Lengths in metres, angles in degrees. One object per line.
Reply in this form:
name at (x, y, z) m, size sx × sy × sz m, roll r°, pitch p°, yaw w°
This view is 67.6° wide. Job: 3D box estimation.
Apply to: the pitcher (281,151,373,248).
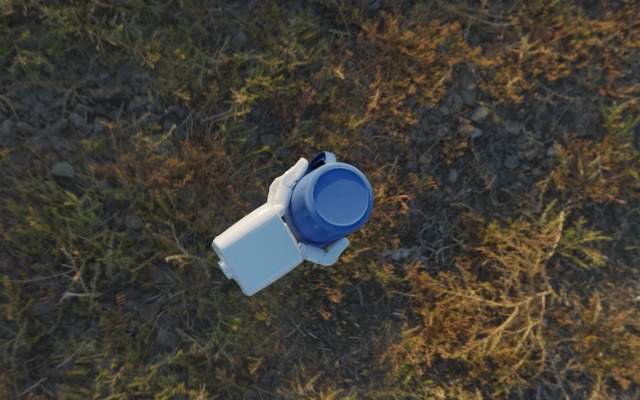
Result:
pitcher at (0.000, 0.003, 0.814) m, size 0.145 × 0.149 × 0.243 m, roll -34°, pitch 1°, yaw -18°
